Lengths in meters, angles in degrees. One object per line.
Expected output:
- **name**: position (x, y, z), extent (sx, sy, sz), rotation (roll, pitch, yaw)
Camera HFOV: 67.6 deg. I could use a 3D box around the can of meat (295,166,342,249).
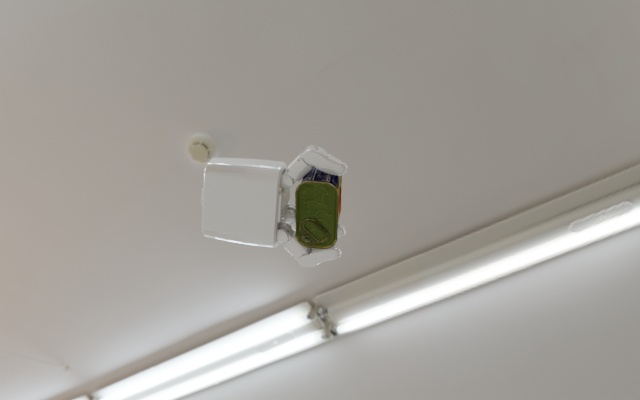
- **can of meat**: position (0.000, 0.002, 0.668), extent (0.057, 0.102, 0.084), rotation (4, 28, 6)
